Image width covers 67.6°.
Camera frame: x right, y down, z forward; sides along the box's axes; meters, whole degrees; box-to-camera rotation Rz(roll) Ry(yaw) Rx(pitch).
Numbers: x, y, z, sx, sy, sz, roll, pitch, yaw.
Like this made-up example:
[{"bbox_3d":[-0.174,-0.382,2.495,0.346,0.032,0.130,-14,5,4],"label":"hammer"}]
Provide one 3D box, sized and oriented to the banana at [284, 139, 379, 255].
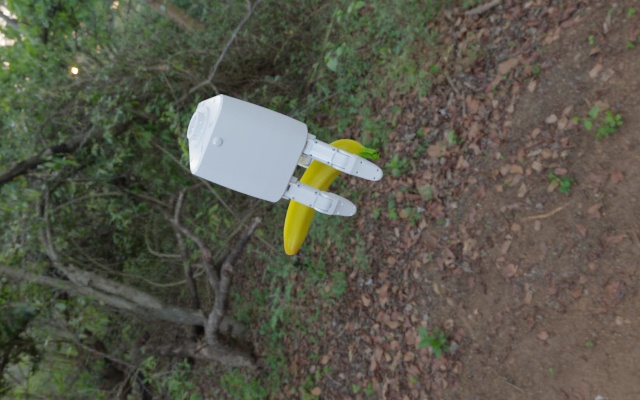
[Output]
[{"bbox_3d":[-0.003,-0.013,0.628,0.037,0.069,0.198,15,-53,-34],"label":"banana"}]
